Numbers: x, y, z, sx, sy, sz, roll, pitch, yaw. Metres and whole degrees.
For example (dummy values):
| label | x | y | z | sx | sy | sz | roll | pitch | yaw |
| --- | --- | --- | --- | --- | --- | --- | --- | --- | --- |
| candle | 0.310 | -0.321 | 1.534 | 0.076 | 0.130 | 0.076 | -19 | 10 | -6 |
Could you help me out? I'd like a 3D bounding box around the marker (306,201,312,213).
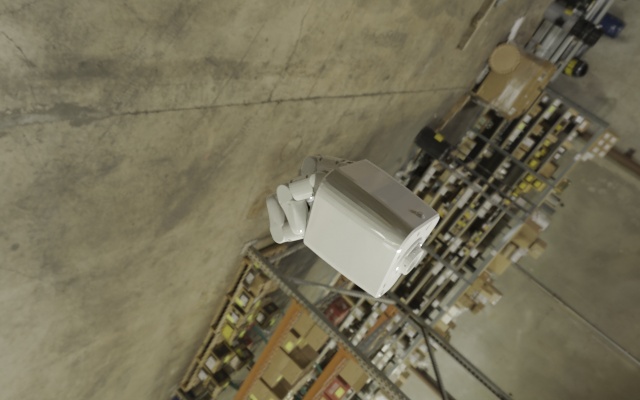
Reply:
| label | x | y | z | sx | sy | sz | roll | pitch | yaw |
| --- | --- | --- | --- | --- | --- | --- | --- | --- | --- |
| marker | 0.000 | 0.002 | 0.611 | 0.020 | 0.020 | 0.121 | 0 | 13 | 36 |
